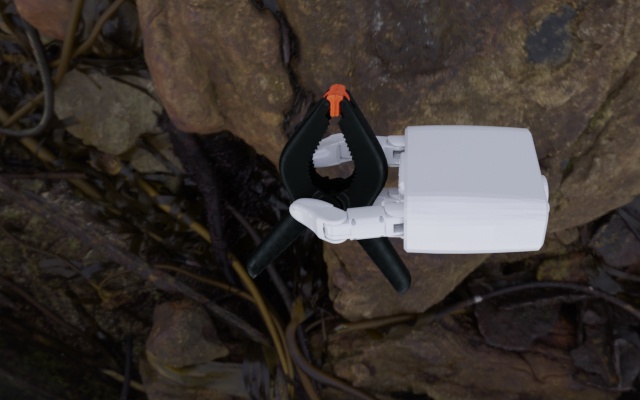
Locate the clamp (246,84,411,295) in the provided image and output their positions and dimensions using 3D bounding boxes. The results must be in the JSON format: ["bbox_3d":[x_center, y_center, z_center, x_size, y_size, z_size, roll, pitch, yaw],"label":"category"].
[{"bbox_3d":[0.000,0.001,0.434,0.164,0.210,0.036,-1,32,8],"label":"clamp"}]
